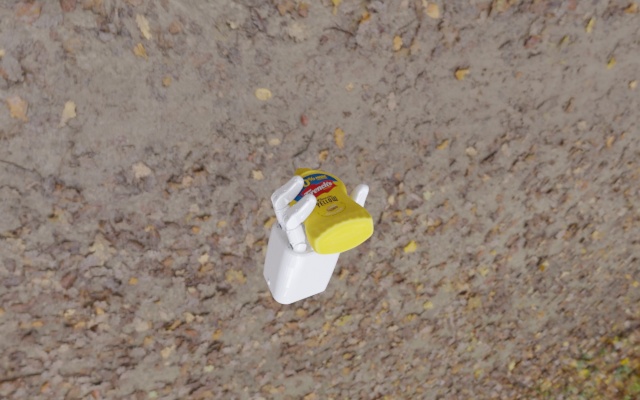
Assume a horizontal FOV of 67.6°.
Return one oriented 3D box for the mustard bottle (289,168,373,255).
[{"bbox_3d":[0.000,0.002,0.756,0.096,0.058,0.191,-21,40,-12],"label":"mustard bottle"}]
